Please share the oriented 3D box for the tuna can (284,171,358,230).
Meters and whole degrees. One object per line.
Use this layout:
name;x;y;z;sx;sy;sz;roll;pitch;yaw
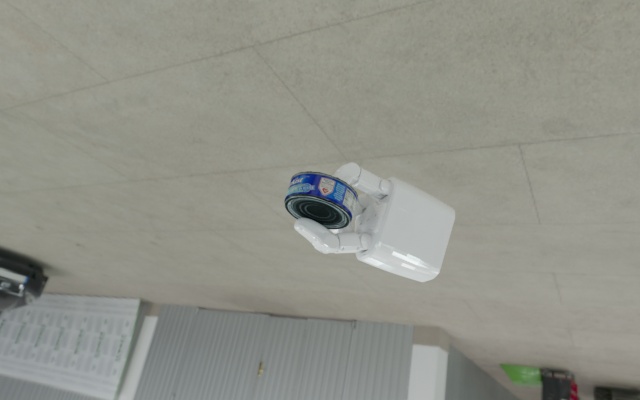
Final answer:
tuna can;0.000;0.002;0.577;0.086;0.033;0.086;14;-26;7
